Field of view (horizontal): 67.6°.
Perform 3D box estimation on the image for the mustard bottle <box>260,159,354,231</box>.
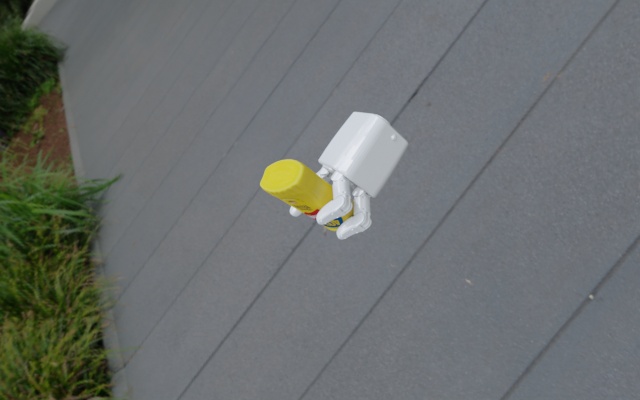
[{"bbox_3d":[0.000,0.003,0.775,0.096,0.058,0.192,-2,-27,46],"label":"mustard bottle"}]
